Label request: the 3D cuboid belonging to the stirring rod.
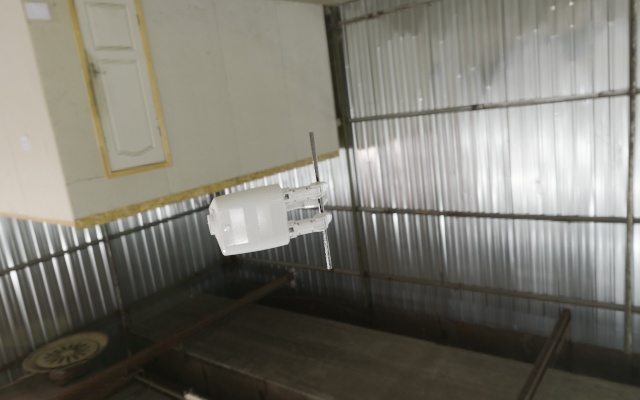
[{"bbox_3d":[0.000,0.003,0.822,0.011,0.239,0.011,-7,11,1],"label":"stirring rod"}]
